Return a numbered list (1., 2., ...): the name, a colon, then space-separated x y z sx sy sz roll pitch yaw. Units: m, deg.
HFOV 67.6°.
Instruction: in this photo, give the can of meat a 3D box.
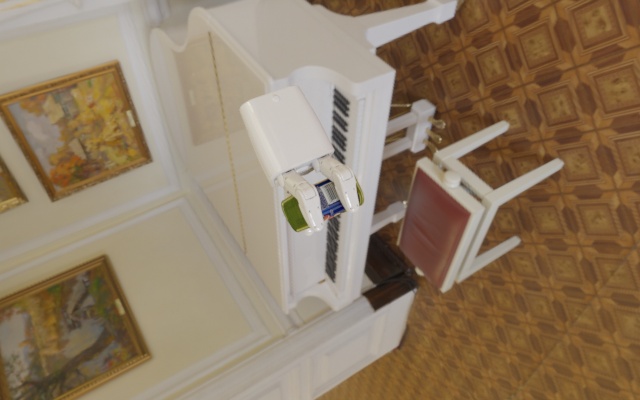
1. can of meat: 0.000 0.002 0.669 0.084 0.057 0.102 -25 -1 -22
